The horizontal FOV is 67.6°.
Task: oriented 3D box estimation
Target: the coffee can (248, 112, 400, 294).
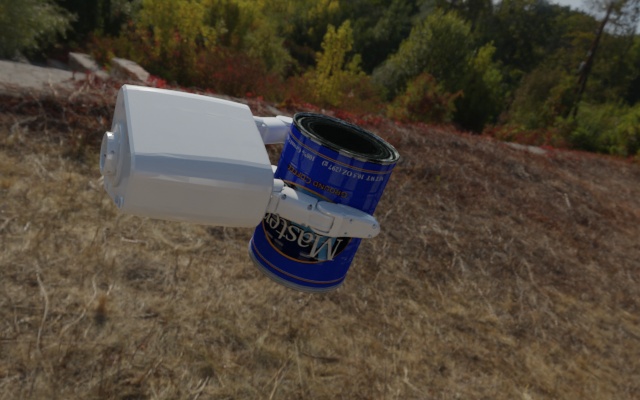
[{"bbox_3d":[0.000,0.002,0.454,0.103,0.140,0.102,18,23,-8],"label":"coffee can"}]
